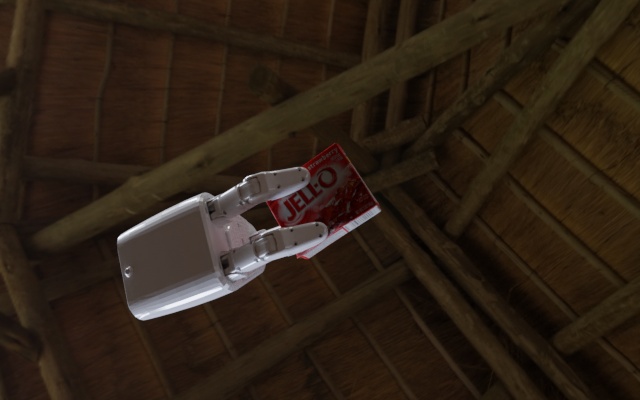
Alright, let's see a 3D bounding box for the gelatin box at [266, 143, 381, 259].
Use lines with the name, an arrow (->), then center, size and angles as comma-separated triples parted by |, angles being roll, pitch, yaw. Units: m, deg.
gelatin box -> 0.000, 0.001, 0.450 | 0.089, 0.073, 0.030 | -34, -19, 7
